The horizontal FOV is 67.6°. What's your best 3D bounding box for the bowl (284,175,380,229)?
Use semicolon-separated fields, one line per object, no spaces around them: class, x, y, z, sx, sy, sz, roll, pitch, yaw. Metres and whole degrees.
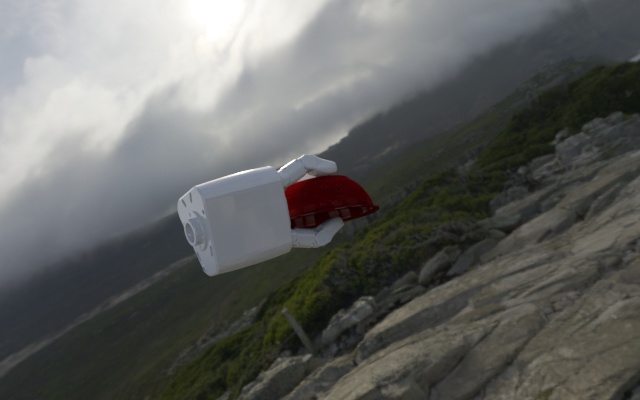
bowl;0.001;0.002;0.684;0.162;0.055;0.162;-10;-10;-2
